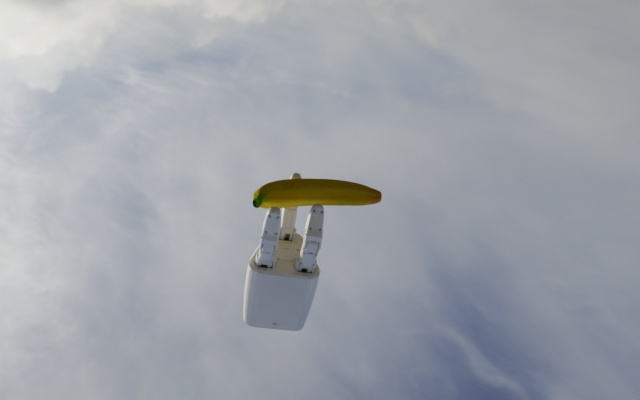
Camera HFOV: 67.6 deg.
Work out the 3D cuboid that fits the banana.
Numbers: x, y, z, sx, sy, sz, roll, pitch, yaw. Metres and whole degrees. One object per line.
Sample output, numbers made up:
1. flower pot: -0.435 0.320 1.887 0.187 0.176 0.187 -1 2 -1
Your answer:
1. banana: -0.012 -0.006 0.648 0.198 0.037 0.069 -5 28 -31
